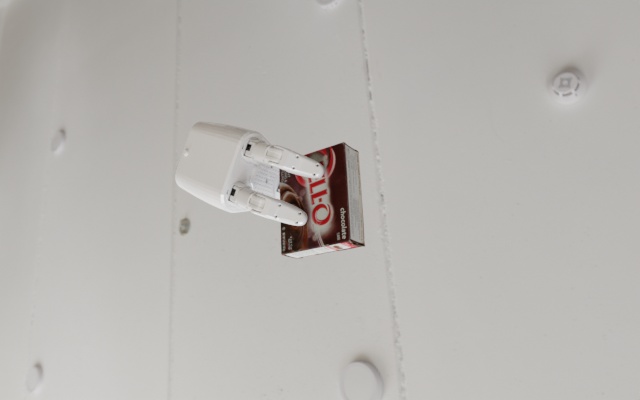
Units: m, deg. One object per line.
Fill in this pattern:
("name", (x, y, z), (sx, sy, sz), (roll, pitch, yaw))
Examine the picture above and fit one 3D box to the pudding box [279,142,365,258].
("pudding box", (0.000, 0.002, 0.527), (0.090, 0.113, 0.039), (-15, -20, 33))
